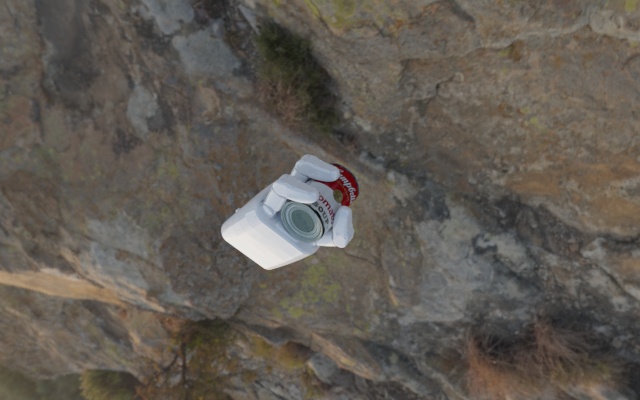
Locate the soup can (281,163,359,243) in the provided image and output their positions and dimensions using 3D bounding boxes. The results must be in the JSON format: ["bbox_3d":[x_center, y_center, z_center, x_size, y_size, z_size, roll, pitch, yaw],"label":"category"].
[{"bbox_3d":[0.000,0.002,0.649,0.068,0.068,0.102,0,31,36],"label":"soup can"}]
